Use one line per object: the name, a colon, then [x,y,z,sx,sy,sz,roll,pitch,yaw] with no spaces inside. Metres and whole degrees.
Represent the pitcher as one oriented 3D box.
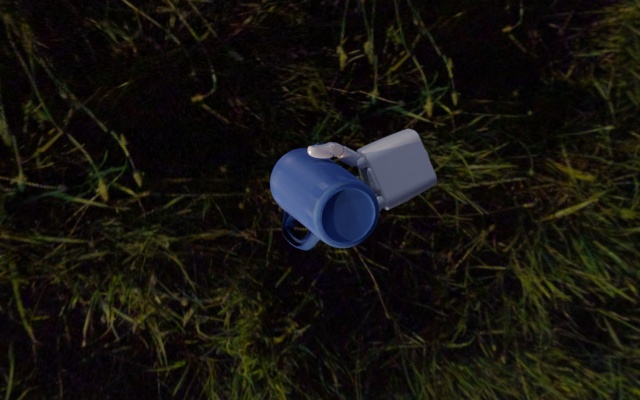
pitcher: [0.000,0.003,0.820,0.145,0.149,0.242,-23,21,-11]
